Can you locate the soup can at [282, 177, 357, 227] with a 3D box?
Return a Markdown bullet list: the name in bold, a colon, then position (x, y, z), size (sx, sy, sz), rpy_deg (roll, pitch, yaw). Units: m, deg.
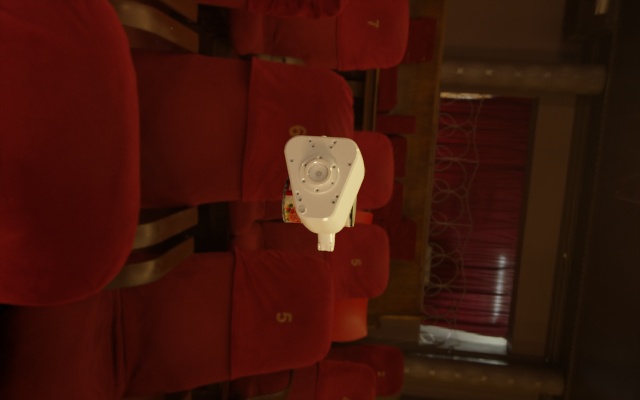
- **soup can**: position (0.000, 0.003, 0.707), size (0.102, 0.068, 0.068), rpy_deg (4, 0, 7)
